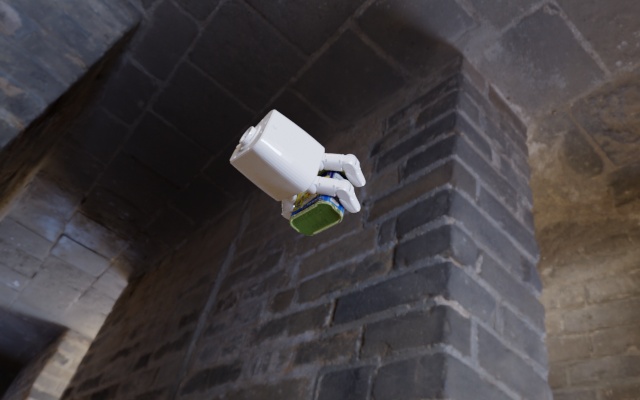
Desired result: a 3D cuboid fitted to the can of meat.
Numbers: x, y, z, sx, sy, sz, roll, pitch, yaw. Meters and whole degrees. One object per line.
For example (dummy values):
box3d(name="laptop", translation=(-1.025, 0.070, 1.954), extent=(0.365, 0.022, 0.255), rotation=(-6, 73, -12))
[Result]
box3d(name="can of meat", translation=(0.000, 0.003, 0.794), extent=(0.057, 0.084, 0.102), rotation=(40, -47, -23))
